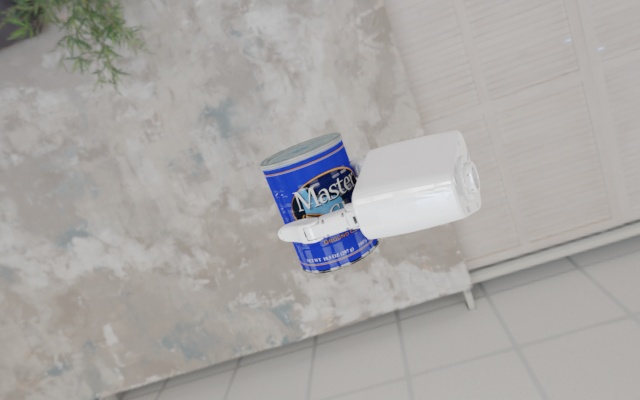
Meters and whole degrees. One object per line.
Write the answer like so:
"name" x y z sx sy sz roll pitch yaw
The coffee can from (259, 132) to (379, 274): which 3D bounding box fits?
"coffee can" 0.000 0.002 0.577 0.103 0.140 0.102 -20 14 5
